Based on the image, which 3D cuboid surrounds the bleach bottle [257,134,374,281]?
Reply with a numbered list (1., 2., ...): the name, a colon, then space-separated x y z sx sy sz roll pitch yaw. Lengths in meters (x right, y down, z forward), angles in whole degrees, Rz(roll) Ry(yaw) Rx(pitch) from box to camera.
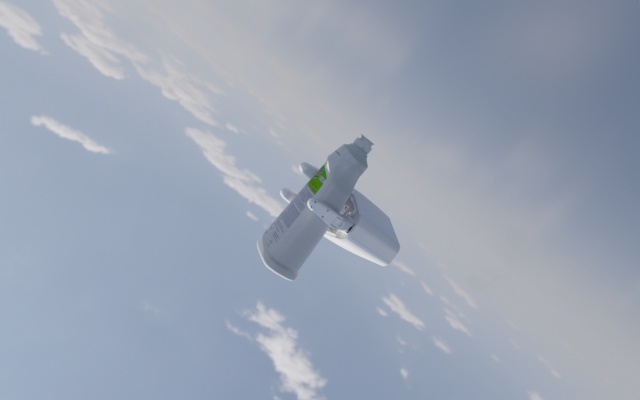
1. bleach bottle: 0.000 0.002 0.769 0.068 0.251 0.102 35 8 -28
